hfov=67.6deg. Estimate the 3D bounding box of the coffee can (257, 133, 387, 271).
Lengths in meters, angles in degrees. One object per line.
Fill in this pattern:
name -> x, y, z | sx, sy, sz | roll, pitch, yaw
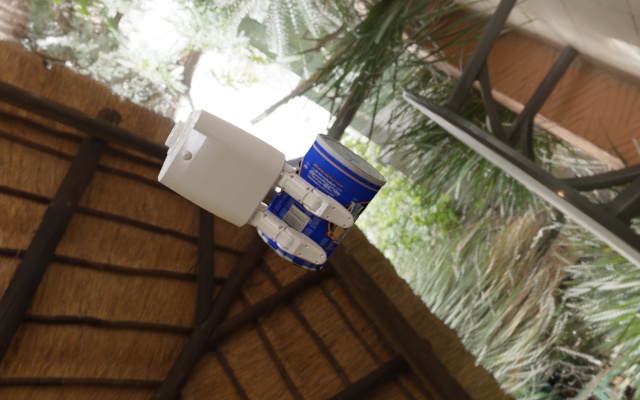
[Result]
coffee can -> 0.000, 0.002, 0.597 | 0.103, 0.140, 0.102 | 33, 14, -9
